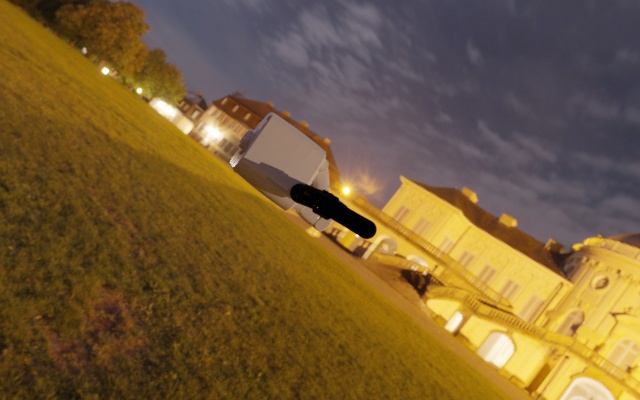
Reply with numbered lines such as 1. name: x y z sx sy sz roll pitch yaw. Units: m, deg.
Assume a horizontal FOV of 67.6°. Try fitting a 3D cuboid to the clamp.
1. clamp: 0.000 0.002 0.659 0.120 0.039 0.171 34 -2 -19
